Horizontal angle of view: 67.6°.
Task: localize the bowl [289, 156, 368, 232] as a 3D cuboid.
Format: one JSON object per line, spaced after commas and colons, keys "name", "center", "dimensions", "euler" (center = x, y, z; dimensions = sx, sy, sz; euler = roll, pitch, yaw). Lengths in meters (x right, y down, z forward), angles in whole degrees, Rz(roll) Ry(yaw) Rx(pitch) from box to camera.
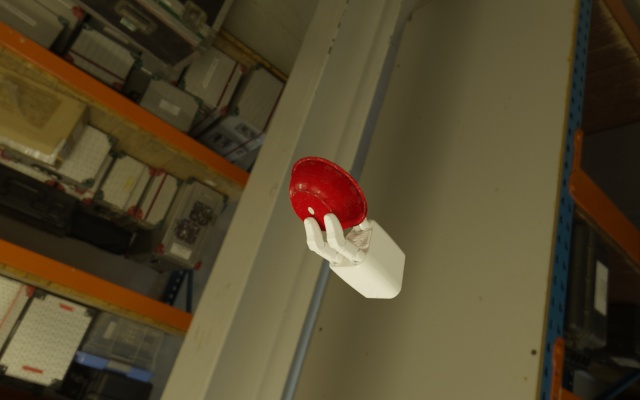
{"name": "bowl", "center": [-0.001, 0.002, 0.845], "dimensions": [0.162, 0.162, 0.055], "euler": [0, 38, 44]}
